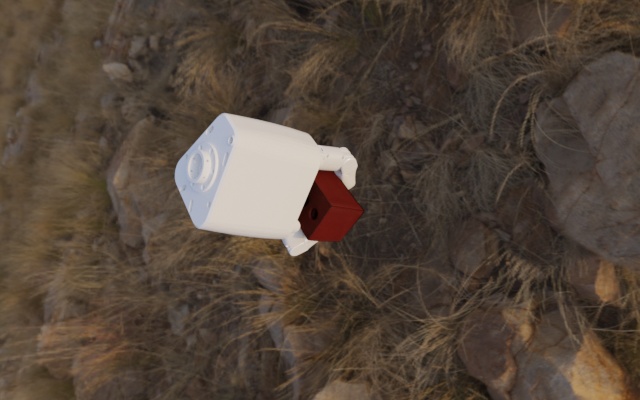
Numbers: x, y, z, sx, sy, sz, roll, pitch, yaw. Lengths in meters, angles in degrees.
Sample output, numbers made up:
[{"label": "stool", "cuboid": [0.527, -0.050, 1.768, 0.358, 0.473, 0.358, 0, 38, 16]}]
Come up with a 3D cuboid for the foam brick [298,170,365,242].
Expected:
[{"label": "foam brick", "cuboid": [0.000, 0.002, 0.538, 0.051, 0.053, 0.078, 7, 38, -43]}]
